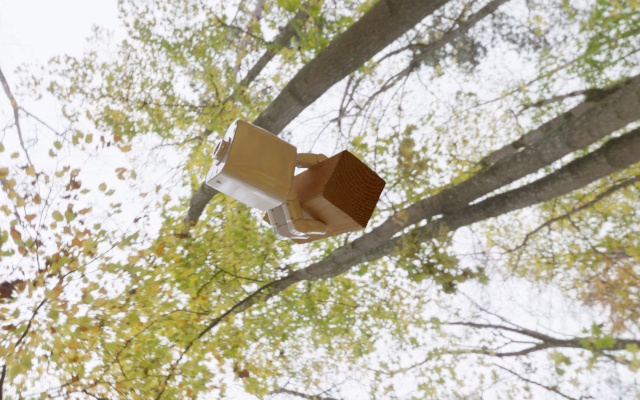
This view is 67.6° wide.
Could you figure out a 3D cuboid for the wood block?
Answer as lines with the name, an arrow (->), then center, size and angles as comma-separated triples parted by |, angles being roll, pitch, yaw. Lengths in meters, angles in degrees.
wood block -> 0.000, 0.002, 0.789 | 0.090, 0.090, 0.206 | 37, -27, -19
